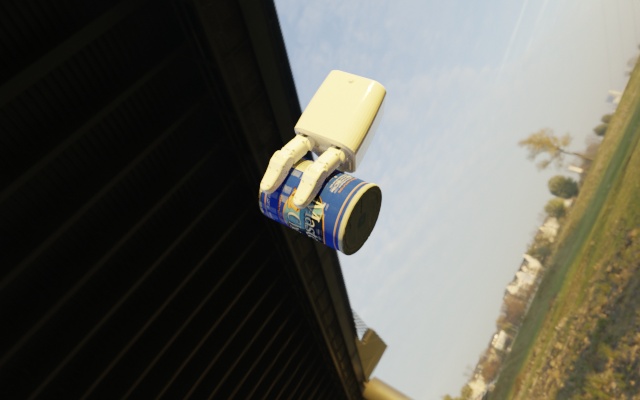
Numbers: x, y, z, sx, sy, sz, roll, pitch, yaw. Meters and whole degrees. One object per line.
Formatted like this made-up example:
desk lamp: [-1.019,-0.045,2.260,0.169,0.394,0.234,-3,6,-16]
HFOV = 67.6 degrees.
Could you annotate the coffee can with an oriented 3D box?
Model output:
coffee can: [0.000,0.002,0.667,0.140,0.103,0.103,24,11,27]
